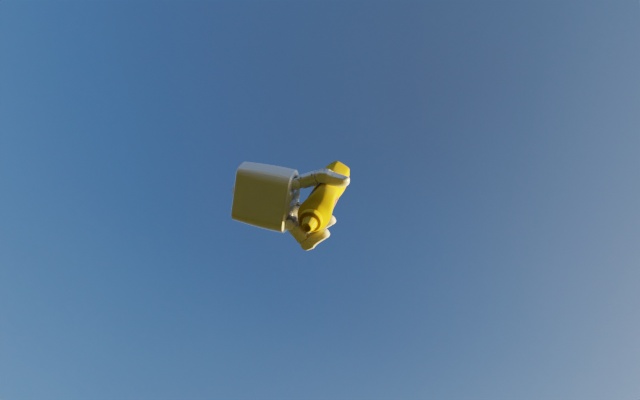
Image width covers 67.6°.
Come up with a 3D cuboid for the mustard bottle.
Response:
[{"bbox_3d":[0.001,0.003,0.879,0.058,0.096,0.191,33,31,-2],"label":"mustard bottle"}]
